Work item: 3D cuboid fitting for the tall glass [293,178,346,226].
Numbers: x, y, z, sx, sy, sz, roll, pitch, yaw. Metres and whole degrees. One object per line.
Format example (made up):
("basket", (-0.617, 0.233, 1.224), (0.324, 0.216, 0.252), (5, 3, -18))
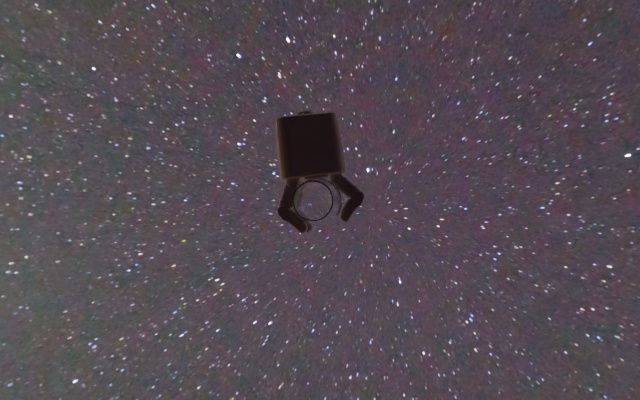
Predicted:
("tall glass", (0.000, 0.003, 0.815), (0.079, 0.079, 0.201), (0, -1, 7))
